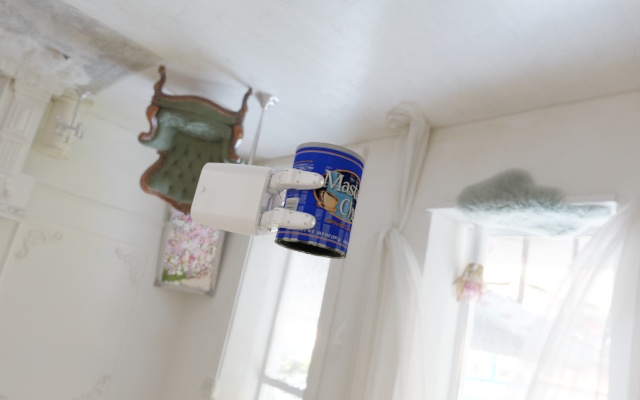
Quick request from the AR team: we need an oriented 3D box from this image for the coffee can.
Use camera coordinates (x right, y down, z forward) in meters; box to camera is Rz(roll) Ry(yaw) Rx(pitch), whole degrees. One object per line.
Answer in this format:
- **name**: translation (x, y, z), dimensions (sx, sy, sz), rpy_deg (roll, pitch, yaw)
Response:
- **coffee can**: translation (0.000, 0.002, 0.674), dimensions (0.103, 0.140, 0.103), rpy_deg (12, -14, 3)
